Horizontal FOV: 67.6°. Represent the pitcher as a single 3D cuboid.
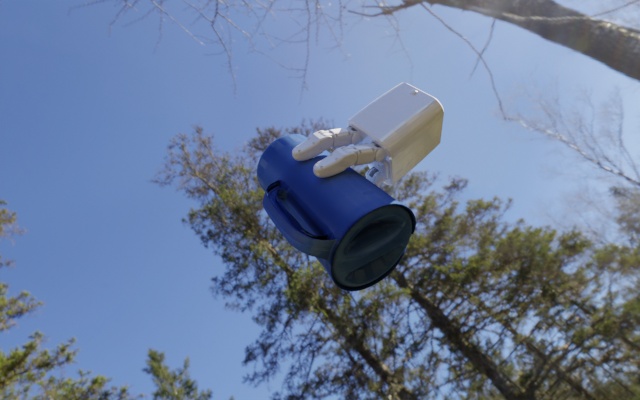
[{"bbox_3d":[0.000,0.002,0.665,0.242,0.145,0.149,44,-11,42],"label":"pitcher"}]
